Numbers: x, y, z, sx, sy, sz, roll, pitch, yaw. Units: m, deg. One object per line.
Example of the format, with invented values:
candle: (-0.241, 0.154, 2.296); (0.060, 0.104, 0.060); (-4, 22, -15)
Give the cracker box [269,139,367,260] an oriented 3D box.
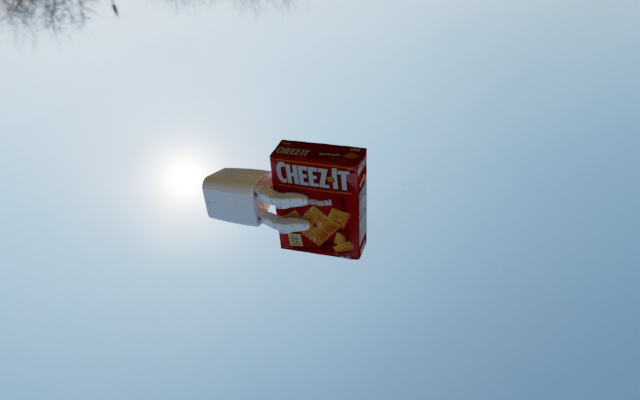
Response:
cracker box: (0.000, 0.003, 0.889); (0.164, 0.214, 0.072); (8, 36, 16)
